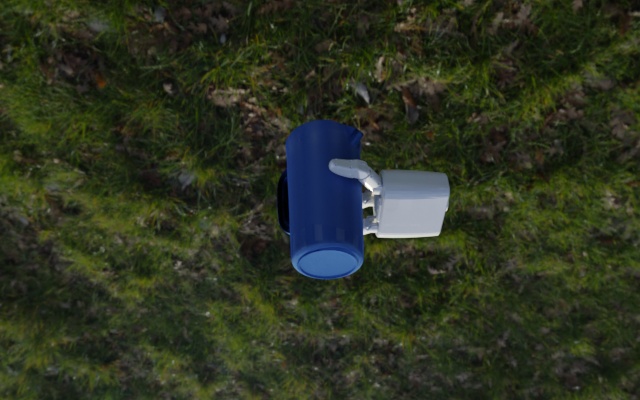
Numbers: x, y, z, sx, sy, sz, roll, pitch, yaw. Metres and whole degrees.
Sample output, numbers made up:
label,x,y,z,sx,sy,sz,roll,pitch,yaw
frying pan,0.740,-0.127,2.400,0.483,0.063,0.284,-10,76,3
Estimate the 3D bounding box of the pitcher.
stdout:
label,x,y,z,sx,sy,sz,roll,pitch,yaw
pitcher,0.000,0.003,0.776,0.145,0.242,0.149,2,-37,-4
